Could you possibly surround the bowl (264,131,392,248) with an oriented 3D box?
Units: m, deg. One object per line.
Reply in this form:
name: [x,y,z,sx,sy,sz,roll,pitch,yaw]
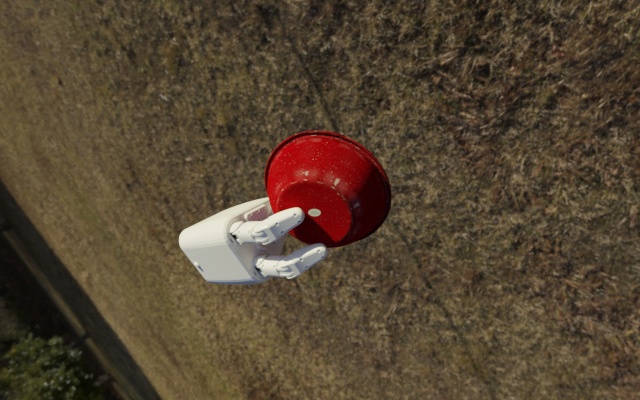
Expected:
bowl: [0.001,0.001,0.564,0.162,0.162,0.055,0,33,19]
